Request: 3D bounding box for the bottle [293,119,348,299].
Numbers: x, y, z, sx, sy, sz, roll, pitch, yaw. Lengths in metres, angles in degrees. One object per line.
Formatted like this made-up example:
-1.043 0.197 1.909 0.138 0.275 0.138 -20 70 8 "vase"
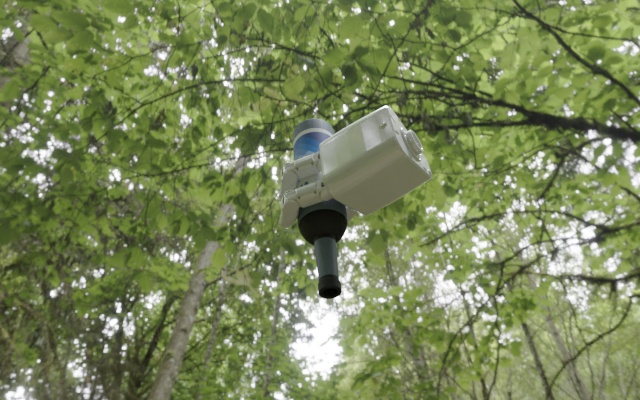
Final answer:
0.000 0.002 0.658 0.069 0.295 0.069 -3 -44 -3 "bottle"
